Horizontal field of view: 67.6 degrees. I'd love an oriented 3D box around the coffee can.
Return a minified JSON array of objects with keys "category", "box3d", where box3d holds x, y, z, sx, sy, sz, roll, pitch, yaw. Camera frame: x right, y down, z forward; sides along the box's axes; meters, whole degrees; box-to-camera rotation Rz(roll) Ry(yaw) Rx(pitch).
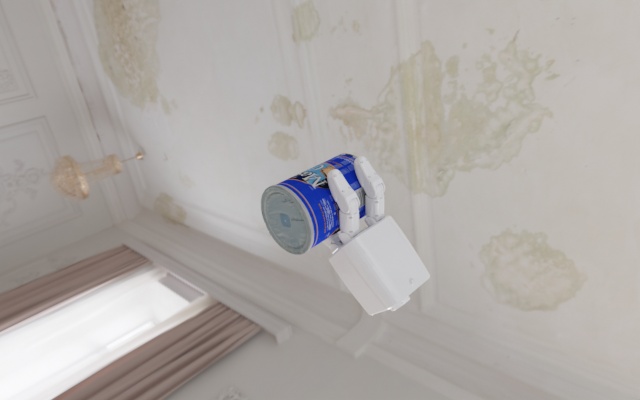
[{"category":"coffee can","box3d":[0.000,0.002,0.689,0.140,0.103,0.103,-28,18,-37]}]
